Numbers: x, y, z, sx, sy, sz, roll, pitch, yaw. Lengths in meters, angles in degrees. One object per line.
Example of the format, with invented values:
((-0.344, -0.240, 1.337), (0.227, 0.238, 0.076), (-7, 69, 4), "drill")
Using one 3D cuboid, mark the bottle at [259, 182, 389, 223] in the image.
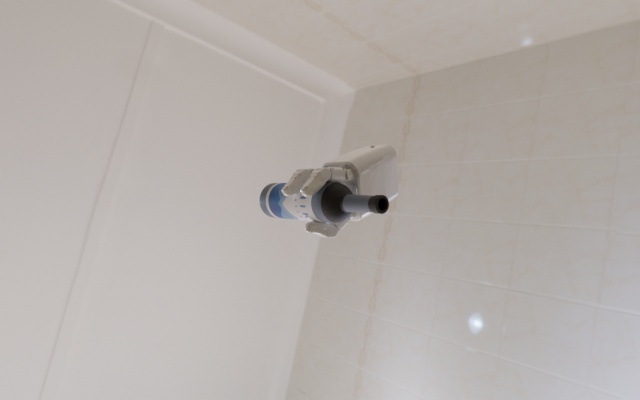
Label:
((0.000, 0.003, 0.800), (0.069, 0.069, 0.295), (0, 1, -37), "bottle")
